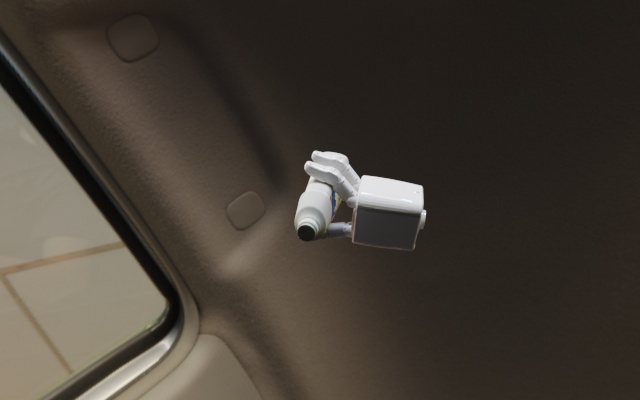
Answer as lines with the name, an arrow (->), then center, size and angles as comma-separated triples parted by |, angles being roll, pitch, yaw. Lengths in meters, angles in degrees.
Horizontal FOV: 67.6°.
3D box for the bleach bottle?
bleach bottle -> 0.000, 0.003, 0.813 | 0.068, 0.103, 0.250 | 9, 26, 7
